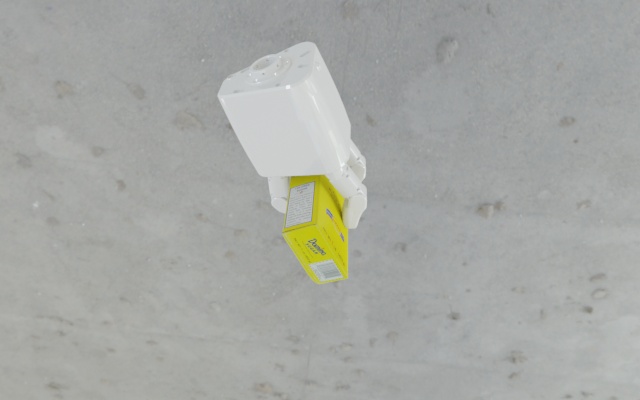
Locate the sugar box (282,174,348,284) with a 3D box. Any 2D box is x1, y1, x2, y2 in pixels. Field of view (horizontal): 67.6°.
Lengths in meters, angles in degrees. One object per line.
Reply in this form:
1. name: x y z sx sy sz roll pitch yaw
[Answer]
1. sugar box: 0.001 0.002 0.568 0.048 0.093 0.176 -14 40 18
